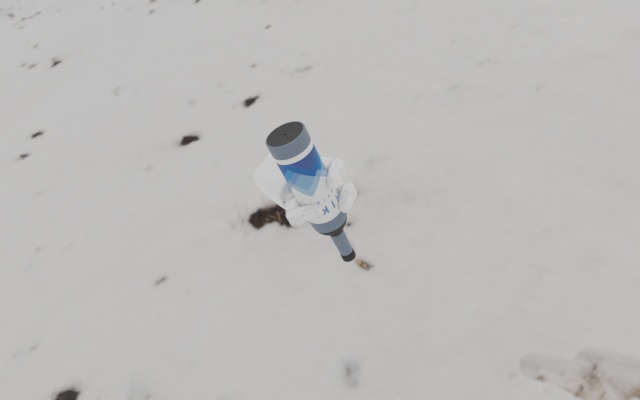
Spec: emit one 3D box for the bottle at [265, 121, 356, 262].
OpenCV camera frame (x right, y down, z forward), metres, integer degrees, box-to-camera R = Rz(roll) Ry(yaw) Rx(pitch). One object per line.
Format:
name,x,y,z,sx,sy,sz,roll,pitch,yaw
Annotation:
bottle,0.000,0.003,0.816,0.069,0.296,0.069,-17,38,14
